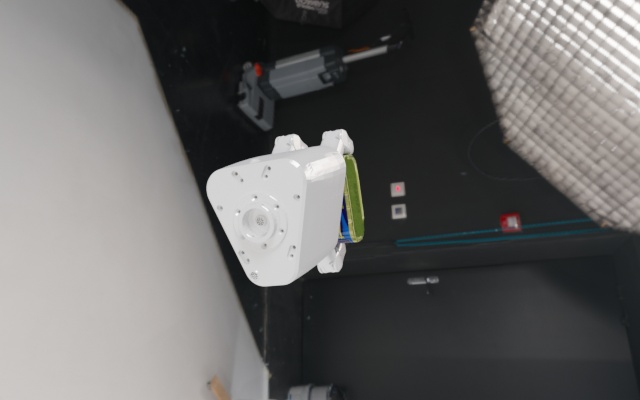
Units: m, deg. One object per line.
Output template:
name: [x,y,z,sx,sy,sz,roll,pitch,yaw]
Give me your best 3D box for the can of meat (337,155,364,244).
can of meat: [0.000,0.002,0.540,0.084,0.102,0.057,-7,5,20]
